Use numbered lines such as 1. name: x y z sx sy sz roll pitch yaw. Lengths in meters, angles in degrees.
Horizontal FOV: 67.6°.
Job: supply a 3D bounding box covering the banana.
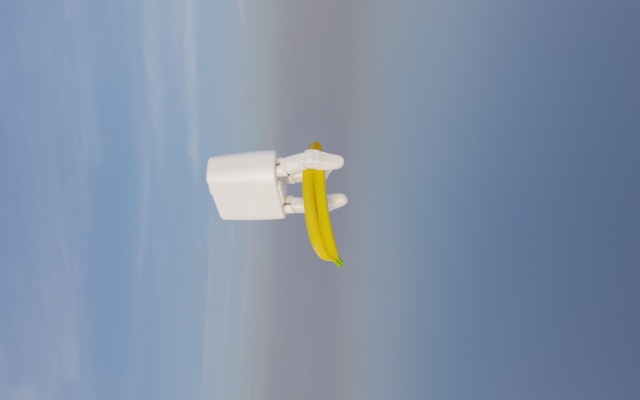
1. banana: -0.003 0.005 0.717 0.037 0.198 0.069 -10 -5 12
